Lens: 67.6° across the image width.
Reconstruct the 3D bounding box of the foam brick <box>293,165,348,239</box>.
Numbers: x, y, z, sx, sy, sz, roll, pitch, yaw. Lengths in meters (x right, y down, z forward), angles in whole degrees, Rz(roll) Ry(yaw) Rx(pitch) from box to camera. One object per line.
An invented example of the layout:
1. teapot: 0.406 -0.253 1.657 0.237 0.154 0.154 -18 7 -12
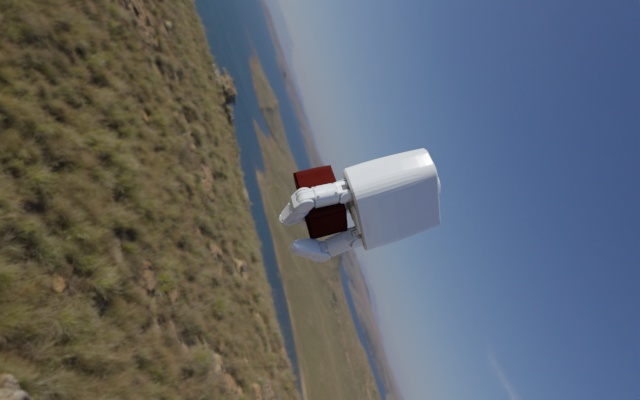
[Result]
1. foam brick: 0.000 0.002 0.624 0.051 0.078 0.053 -15 -33 -4
